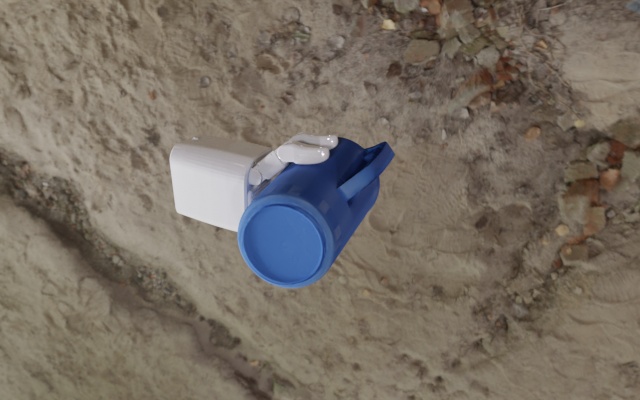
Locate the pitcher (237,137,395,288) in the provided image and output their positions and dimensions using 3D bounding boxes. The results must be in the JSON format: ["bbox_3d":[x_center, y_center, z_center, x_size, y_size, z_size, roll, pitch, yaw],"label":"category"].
[{"bbox_3d":[0.000,0.002,0.595,0.145,0.149,0.242,14,22,10],"label":"pitcher"}]
